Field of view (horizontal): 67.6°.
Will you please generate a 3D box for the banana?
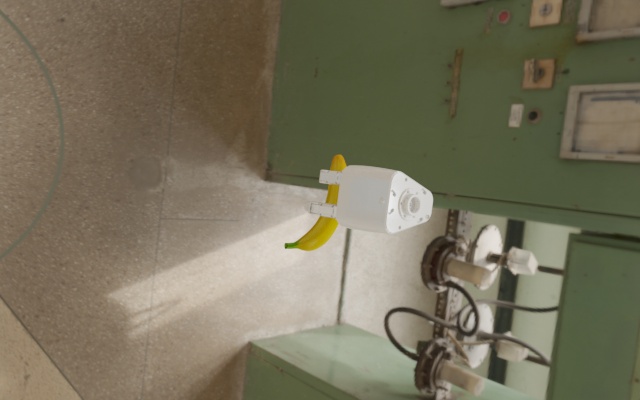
[{"bbox_3d":[0.011,0.015,0.859,0.070,0.197,0.037,36,-15,-32],"label":"banana"}]
